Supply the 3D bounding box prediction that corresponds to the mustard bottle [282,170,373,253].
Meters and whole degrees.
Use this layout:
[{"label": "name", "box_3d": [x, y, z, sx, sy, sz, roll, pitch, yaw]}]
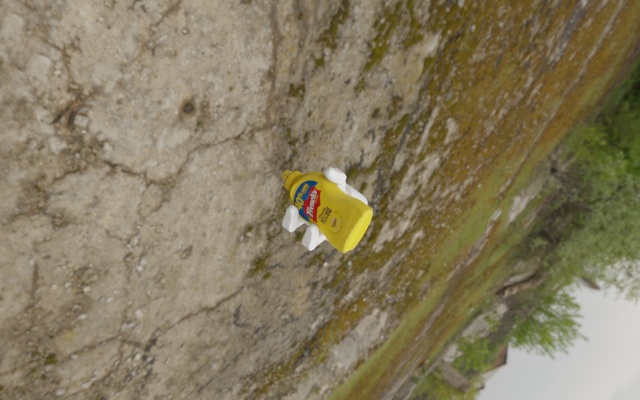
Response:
[{"label": "mustard bottle", "box_3d": [0.000, 0.003, 0.879, 0.191, 0.096, 0.058, 39, 32, 24]}]
